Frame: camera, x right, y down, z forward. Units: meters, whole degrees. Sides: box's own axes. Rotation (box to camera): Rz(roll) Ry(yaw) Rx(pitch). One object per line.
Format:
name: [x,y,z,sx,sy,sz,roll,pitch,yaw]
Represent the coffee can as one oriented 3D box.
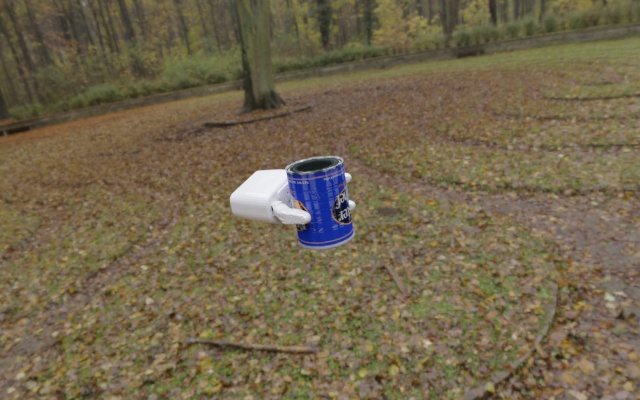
coffee can: [0.000,0.003,0.842,0.103,0.140,0.102,-9,18,3]
